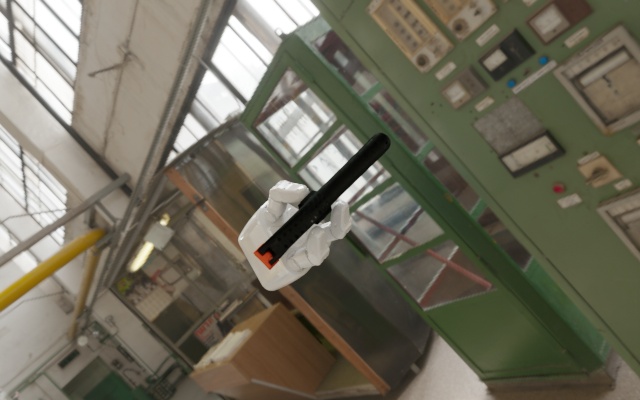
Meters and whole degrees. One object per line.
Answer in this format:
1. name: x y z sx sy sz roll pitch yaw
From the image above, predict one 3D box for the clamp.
1. clamp: -0.001 0.002 0.600 0.210 0.036 0.165 -45 -1 -35
